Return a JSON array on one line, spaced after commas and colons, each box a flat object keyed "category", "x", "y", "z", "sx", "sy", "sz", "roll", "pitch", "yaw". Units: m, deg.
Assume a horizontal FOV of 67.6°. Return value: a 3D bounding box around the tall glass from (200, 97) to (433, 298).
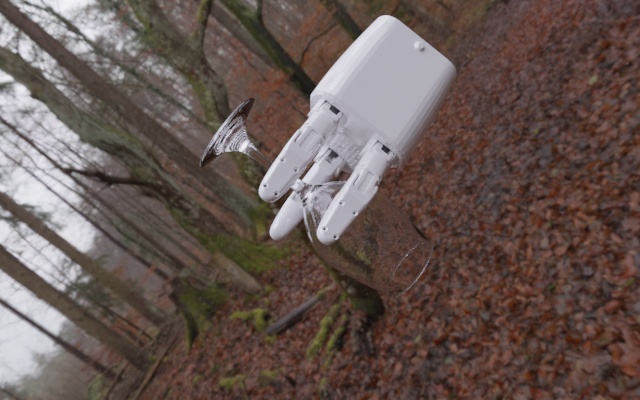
[{"category": "tall glass", "x": -0.001, "y": 0.001, "z": 0.414, "sx": 0.201, "sy": 0.079, "sz": 0.079, "roll": 37, "pitch": -3, "yaw": -4}]
